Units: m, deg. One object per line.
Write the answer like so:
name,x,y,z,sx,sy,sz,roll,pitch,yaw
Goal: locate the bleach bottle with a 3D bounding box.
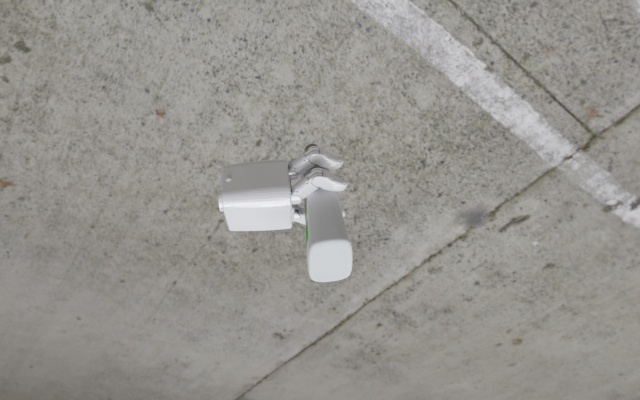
bleach bottle,0.000,0.003,0.786,0.068,0.250,0.103,-5,-44,-4
